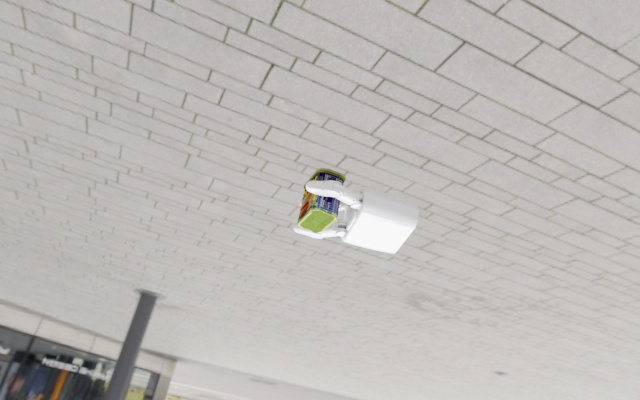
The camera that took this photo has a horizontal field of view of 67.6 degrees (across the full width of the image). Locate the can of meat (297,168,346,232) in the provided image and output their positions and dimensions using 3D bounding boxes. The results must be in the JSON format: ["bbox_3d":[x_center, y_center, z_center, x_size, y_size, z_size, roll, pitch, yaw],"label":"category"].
[{"bbox_3d":[0.000,0.003,0.866,0.057,0.084,0.102,19,-28,-15],"label":"can of meat"}]
